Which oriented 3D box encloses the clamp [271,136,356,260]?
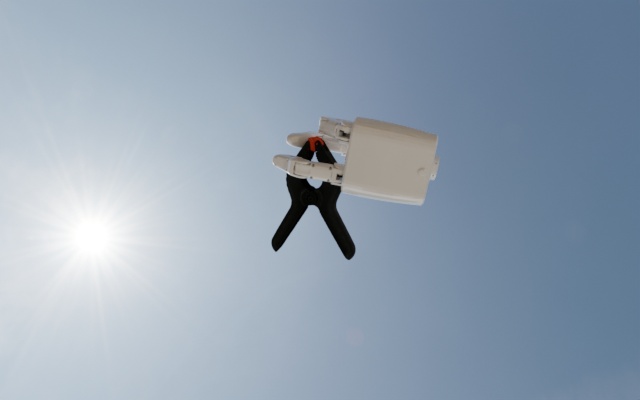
[{"bbox_3d":[0.000,0.002,0.652,0.120,0.171,0.039,12,16,7],"label":"clamp"}]
